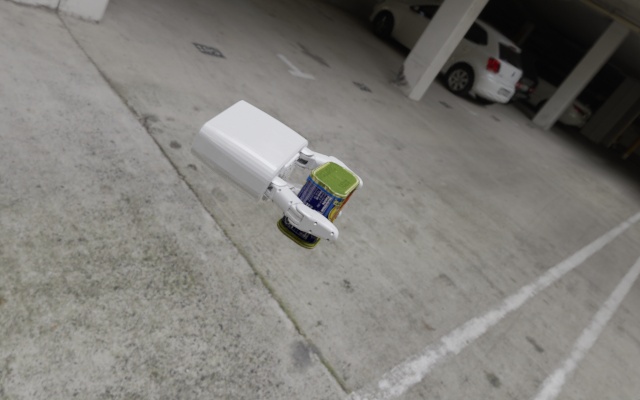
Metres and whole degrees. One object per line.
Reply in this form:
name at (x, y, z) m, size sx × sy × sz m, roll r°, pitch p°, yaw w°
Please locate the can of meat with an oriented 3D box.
can of meat at (0.000, 0.002, 0.607) m, size 0.057 × 0.084 × 0.102 m, roll 36°, pitch 23°, yaw 6°
